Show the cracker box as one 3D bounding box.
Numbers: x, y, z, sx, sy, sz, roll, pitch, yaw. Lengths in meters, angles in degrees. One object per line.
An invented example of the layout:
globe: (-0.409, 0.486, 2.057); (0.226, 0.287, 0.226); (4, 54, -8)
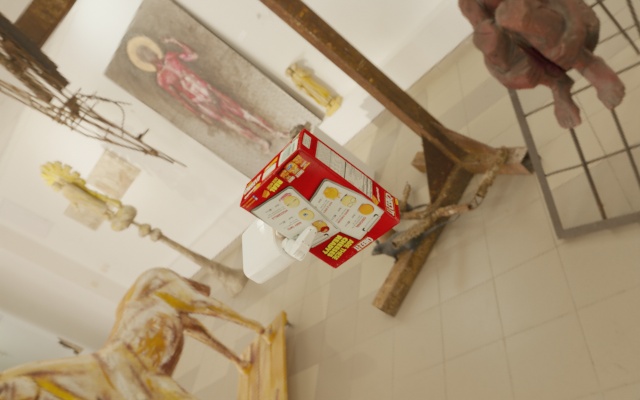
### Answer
cracker box: (0.000, 0.003, 0.802); (0.214, 0.072, 0.164); (35, -54, -22)
